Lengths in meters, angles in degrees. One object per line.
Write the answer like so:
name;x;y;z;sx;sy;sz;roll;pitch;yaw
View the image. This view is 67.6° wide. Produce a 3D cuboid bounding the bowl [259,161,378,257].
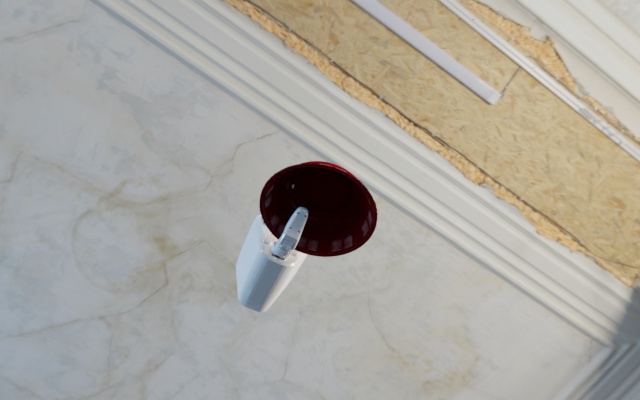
bowl;0.001;0.001;0.662;0.162;0.162;0.055;0;38;12
